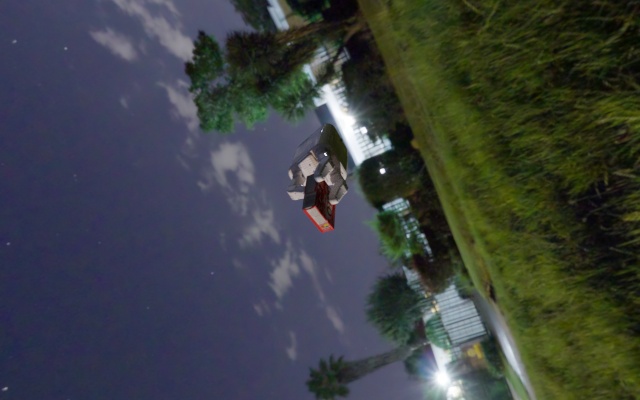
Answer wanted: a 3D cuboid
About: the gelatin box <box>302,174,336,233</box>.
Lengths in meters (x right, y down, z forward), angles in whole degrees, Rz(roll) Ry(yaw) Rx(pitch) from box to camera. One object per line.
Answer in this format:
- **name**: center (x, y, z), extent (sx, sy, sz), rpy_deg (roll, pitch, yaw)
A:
- **gelatin box**: center (0.000, 0.003, 0.885), extent (0.030, 0.089, 0.073), rpy_deg (-17, -47, 23)
